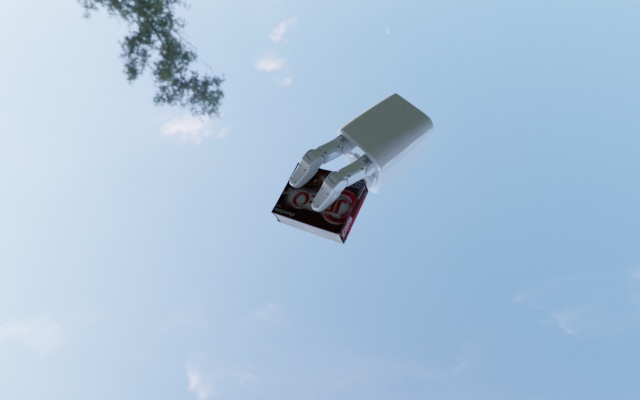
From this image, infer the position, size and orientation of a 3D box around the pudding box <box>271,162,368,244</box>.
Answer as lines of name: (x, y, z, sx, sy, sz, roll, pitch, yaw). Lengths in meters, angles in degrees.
pudding box: (0.000, 0.002, 0.683, 0.113, 0.090, 0.039, 15, -25, 26)
